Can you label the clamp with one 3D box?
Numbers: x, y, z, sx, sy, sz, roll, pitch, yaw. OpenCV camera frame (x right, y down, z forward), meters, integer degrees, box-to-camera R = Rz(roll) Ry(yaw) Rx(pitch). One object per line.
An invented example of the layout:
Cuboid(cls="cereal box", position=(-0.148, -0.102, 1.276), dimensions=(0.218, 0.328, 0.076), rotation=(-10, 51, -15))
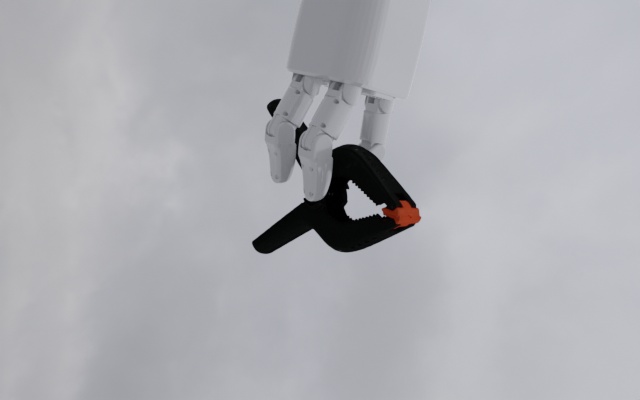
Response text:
Cuboid(cls="clamp", position=(0.001, 0.001, 0.446), dimensions=(0.036, 0.164, 0.210), rotation=(-1, 19, -40))
